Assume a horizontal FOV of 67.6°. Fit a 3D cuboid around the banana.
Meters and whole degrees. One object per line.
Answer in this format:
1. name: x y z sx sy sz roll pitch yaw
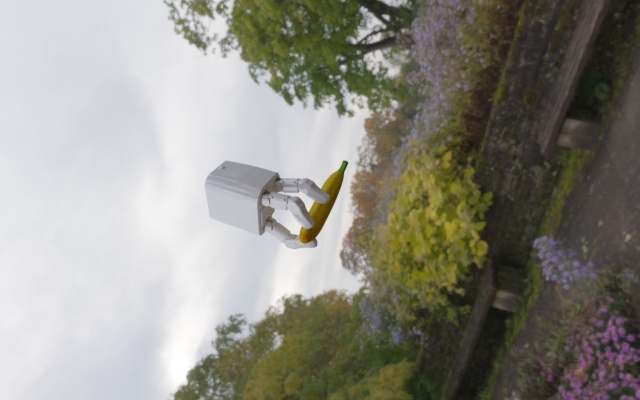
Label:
1. banana: 0.001 0.011 0.881 0.037 0.197 0.070 19 -34 11
